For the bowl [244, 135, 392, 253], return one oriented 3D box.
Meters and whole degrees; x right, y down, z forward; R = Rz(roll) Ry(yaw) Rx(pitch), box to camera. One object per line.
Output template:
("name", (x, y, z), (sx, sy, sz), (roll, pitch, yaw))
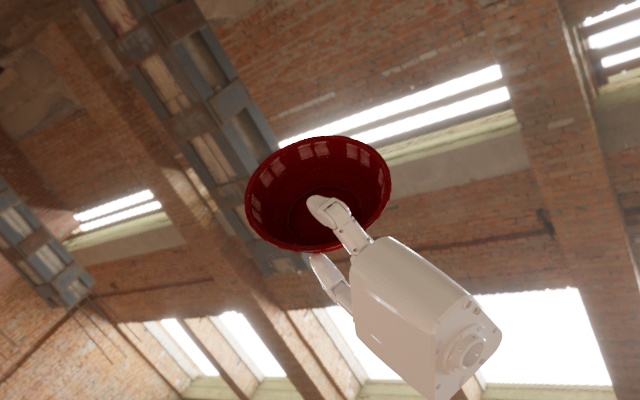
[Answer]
("bowl", (0.000, 0.001, 0.533), (0.162, 0.162, 0.055), (0, -38, 14))
